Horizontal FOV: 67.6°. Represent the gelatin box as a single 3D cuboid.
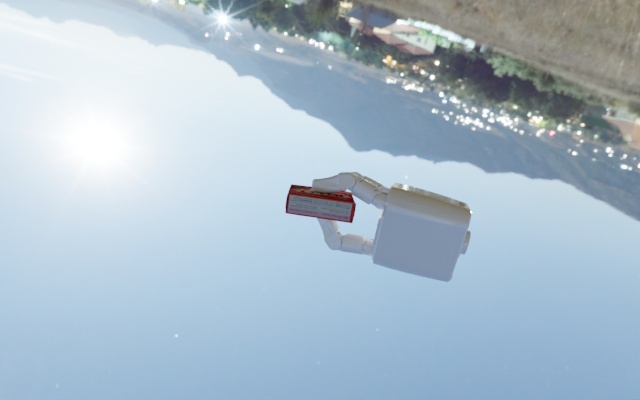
[{"bbox_3d":[0.000,0.002,0.636,0.089,0.030,0.073,8,11,-2],"label":"gelatin box"}]
